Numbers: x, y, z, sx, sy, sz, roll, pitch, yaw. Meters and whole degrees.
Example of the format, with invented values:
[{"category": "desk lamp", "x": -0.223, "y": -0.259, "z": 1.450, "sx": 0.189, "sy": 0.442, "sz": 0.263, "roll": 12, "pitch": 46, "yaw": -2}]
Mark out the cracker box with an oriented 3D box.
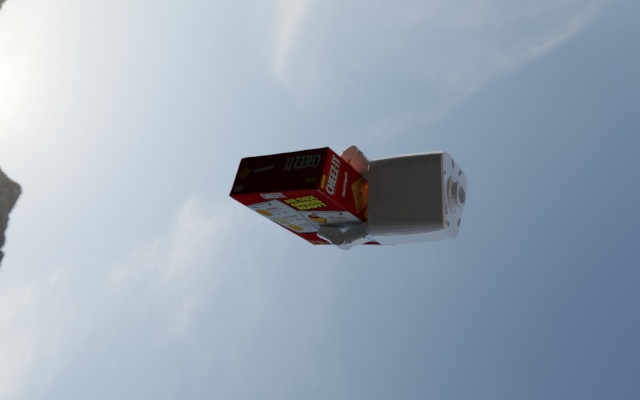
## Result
[{"category": "cracker box", "x": 0.000, "y": 0.003, "z": 0.715, "sx": 0.164, "sy": 0.072, "sz": 0.214, "roll": -3, "pitch": -26, "yaw": 37}]
